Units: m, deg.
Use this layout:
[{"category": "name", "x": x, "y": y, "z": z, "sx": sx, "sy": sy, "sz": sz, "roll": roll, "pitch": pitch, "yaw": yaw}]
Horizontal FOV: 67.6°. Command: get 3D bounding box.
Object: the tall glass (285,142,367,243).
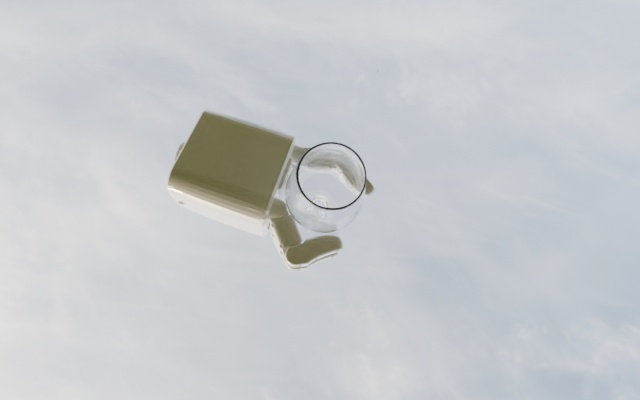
[{"category": "tall glass", "x": 0.000, "y": 0.002, "z": 0.508, "sx": 0.079, "sy": 0.079, "sz": 0.201, "roll": 0, "pitch": -14, "yaw": -6}]
